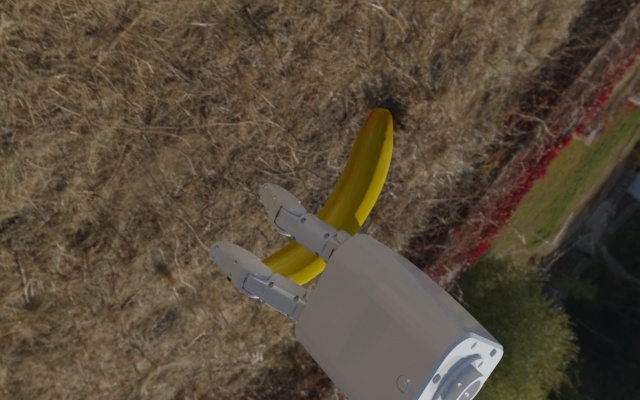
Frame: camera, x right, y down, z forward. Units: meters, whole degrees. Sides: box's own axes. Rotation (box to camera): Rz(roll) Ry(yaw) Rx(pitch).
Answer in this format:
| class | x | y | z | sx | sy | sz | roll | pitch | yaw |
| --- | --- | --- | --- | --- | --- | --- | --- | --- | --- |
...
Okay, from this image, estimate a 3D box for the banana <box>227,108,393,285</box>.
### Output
| class | x | y | z | sx | sy | sz | roll | pitch | yaw |
| --- | --- | --- | --- | --- | --- | --- | --- | --- | --- |
| banana | 0.008 | 0.012 | 0.417 | 0.070 | 0.198 | 0.037 | 39 | 3 | -46 |
